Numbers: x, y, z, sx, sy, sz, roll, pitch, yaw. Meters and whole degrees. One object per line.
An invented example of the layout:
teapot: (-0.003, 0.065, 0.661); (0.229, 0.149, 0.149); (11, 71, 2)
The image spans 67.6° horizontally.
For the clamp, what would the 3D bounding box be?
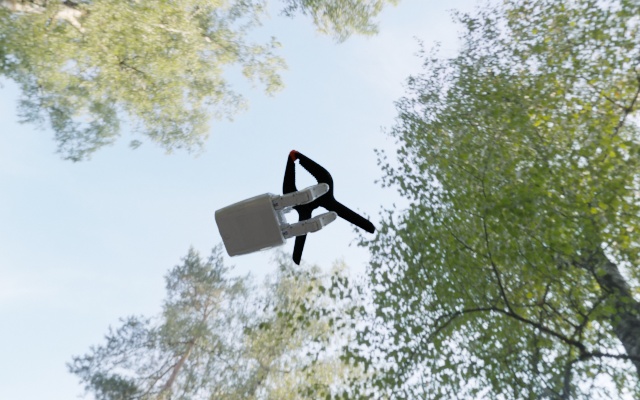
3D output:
clamp: (0.000, 0.002, 0.870); (0.164, 0.210, 0.036); (-17, 15, 1)
